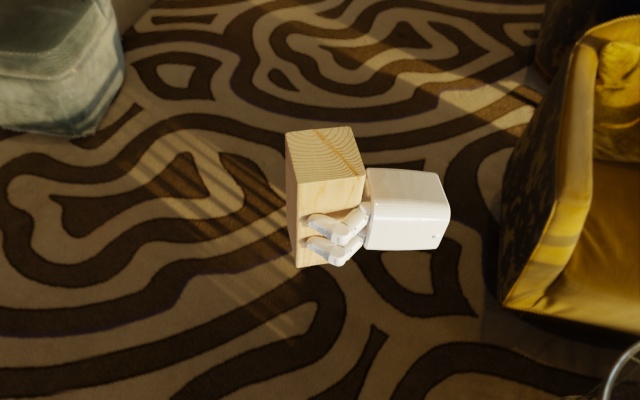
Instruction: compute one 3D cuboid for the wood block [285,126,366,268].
[{"bbox_3d":[0.000,0.002,0.686,0.090,0.090,0.206,-8,-36,-9],"label":"wood block"}]
